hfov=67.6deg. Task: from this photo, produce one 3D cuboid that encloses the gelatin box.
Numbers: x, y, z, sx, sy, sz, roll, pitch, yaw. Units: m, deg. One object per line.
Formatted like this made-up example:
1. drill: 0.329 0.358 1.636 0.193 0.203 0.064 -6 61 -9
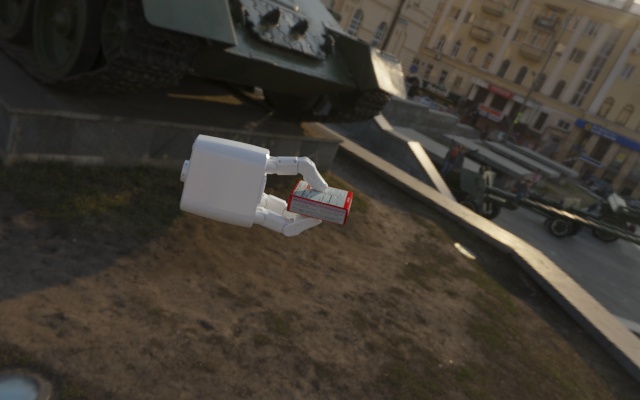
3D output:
1. gelatin box: 0.001 0.002 0.716 0.089 0.030 0.073 13 22 4
